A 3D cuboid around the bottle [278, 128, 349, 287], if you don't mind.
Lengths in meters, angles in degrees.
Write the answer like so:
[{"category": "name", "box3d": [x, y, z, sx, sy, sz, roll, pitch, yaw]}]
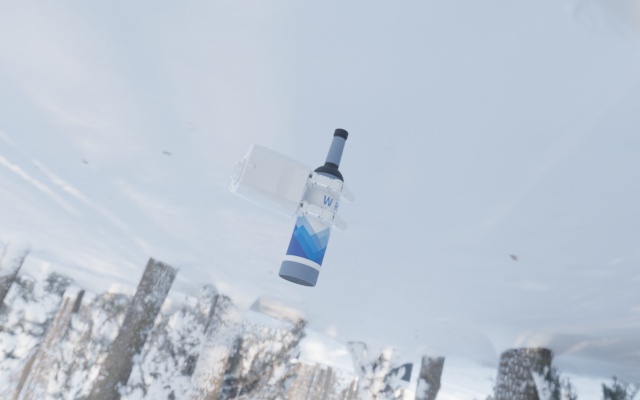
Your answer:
[{"category": "bottle", "box3d": [0.000, 0.003, 0.854, 0.069, 0.295, 0.069, 15, -20, 5]}]
